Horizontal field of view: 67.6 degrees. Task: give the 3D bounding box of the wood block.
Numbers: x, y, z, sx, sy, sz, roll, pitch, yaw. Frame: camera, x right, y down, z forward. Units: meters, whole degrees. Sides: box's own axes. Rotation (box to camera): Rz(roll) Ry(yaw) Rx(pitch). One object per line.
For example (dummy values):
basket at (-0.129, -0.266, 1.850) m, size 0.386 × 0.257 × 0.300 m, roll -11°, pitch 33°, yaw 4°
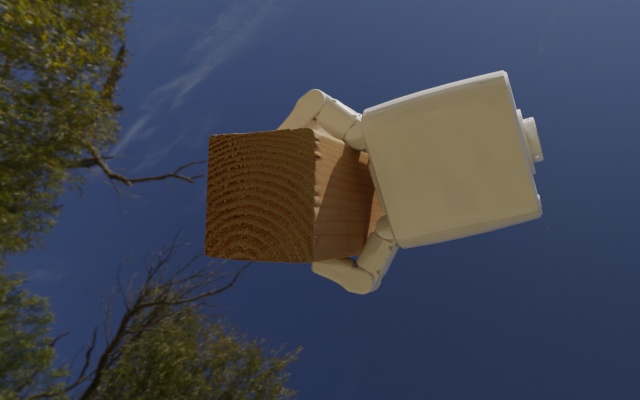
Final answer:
wood block at (0.000, 0.002, 0.419) m, size 0.090 × 0.091 × 0.206 m, roll 0°, pitch -3°, yaw 26°
